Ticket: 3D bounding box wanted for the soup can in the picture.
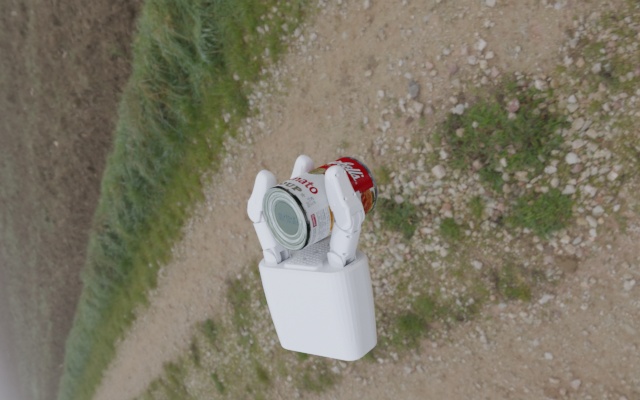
[{"bbox_3d":[0.000,0.001,0.486,0.102,0.068,0.068,-26,17,-39],"label":"soup can"}]
